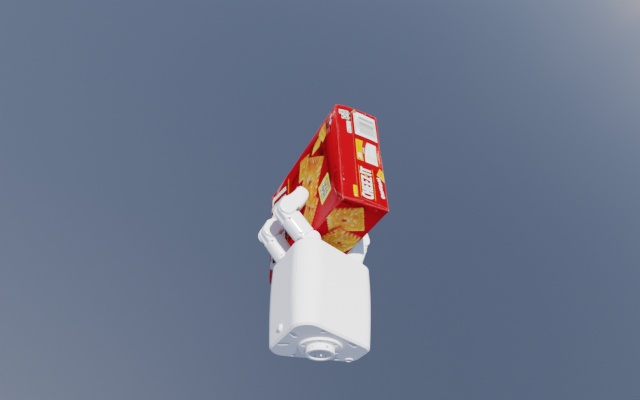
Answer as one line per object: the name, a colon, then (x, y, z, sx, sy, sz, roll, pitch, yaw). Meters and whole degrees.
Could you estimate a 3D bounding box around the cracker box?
cracker box: (0.000, 0.002, 0.648, 0.072, 0.164, 0.214, 17, -43, -22)
